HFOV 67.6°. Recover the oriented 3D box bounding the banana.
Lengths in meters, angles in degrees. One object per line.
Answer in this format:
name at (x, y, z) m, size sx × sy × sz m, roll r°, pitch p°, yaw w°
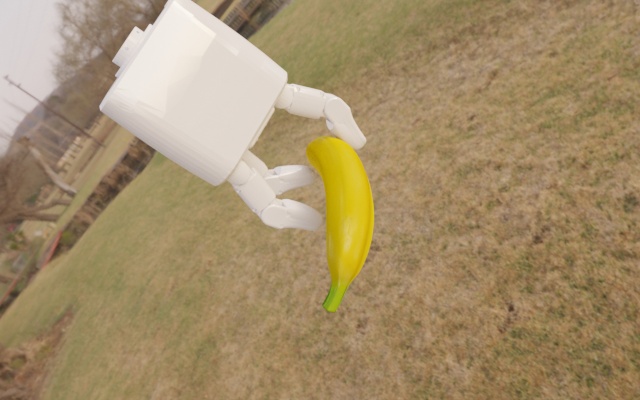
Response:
banana at (0.012, -0.007, 0.403) m, size 0.037 × 0.197 × 0.070 m, roll 31°, pitch -56°, yaw -28°
